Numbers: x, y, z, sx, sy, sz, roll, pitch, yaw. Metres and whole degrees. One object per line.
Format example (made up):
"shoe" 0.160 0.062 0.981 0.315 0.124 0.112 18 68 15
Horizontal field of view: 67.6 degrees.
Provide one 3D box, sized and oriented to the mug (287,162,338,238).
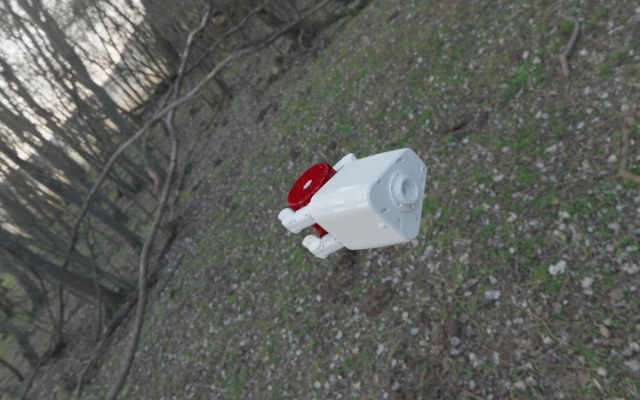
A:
"mug" -0.001 0.002 0.690 0.081 0.093 0.117 43 -32 -24
